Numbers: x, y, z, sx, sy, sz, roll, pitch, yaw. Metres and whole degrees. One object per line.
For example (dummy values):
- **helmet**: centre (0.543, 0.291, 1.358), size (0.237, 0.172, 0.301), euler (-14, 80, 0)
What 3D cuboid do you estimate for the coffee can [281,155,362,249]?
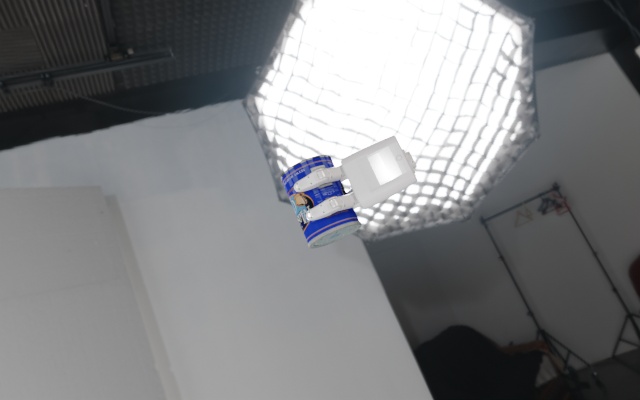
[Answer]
- **coffee can**: centre (0.000, 0.003, 0.868), size (0.103, 0.140, 0.103), euler (-22, -14, -6)
